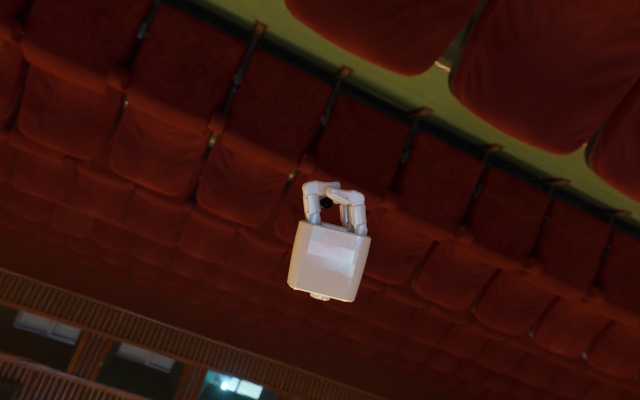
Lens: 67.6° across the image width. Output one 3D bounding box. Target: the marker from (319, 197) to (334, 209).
[{"bbox_3d":[0.000,0.003,0.787,0.020,0.020,0.121,0,1,-12],"label":"marker"}]
